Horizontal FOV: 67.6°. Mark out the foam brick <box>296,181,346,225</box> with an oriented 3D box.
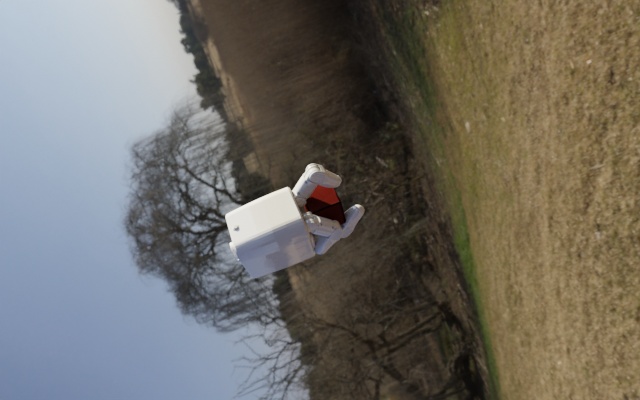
[{"bbox_3d":[0.000,0.002,0.749,0.051,0.053,0.078,-22,46,-5],"label":"foam brick"}]
